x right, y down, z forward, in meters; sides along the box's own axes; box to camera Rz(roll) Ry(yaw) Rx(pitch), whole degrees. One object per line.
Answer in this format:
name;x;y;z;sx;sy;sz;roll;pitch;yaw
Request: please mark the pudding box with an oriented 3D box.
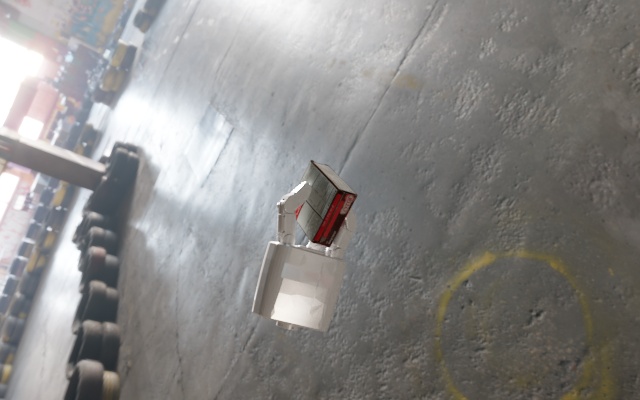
pudding box;0.000;0.002;0.711;0.039;0.090;0.113;17;19;-33
